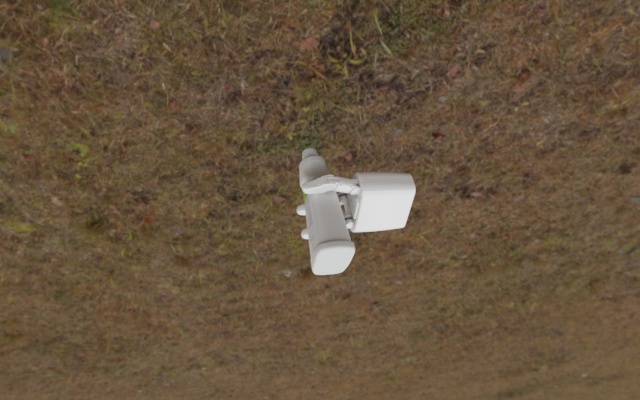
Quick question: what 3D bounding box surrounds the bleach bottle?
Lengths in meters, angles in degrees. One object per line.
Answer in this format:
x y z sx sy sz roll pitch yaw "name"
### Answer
0.000 0.003 0.871 0.068 0.250 0.103 -2 -34 -14 "bleach bottle"
